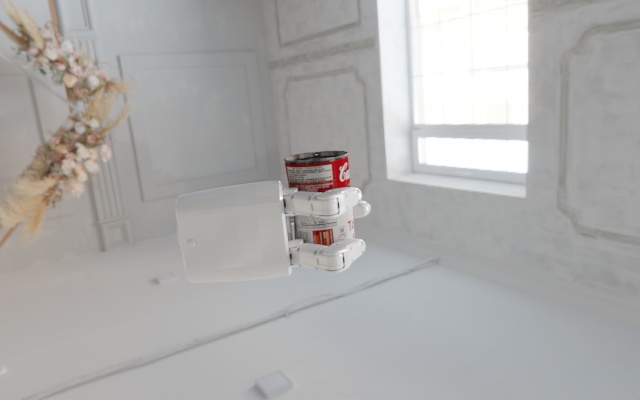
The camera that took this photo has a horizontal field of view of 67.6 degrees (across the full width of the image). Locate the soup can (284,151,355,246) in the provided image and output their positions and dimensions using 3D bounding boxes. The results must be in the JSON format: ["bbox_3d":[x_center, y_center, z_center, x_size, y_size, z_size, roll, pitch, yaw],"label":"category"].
[{"bbox_3d":[0.001,0.002,0.513,0.068,0.102,0.068,-5,12,1],"label":"soup can"}]
